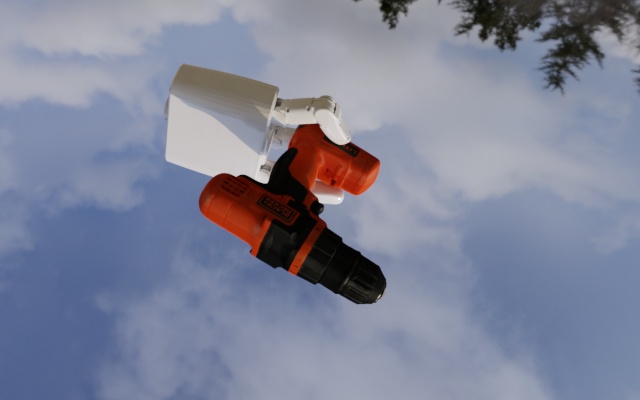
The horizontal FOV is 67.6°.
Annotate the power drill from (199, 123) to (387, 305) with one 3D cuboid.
[{"bbox_3d":[0.000,0.001,0.478,0.184,0.057,0.187,32,36,3],"label":"power drill"}]
